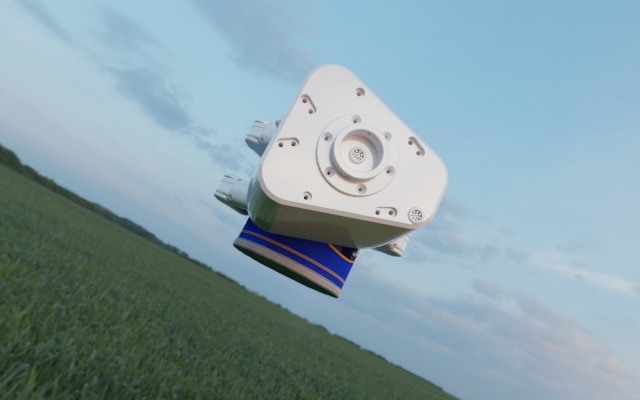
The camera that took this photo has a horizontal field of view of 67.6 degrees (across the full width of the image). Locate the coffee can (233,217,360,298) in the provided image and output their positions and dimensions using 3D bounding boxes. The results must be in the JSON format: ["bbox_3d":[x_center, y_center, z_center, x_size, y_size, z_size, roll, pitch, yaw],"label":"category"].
[{"bbox_3d":[0.000,0.002,0.428,0.103,0.140,0.103,25,-13,6],"label":"coffee can"}]
